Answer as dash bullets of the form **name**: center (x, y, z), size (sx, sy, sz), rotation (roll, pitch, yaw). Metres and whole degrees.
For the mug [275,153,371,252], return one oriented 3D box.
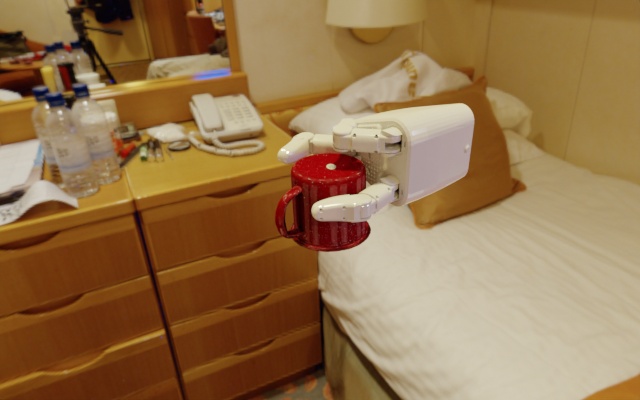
- **mug**: center (-0.001, 0.002, 0.522), size (0.117, 0.081, 0.093), rotation (-20, 32, -31)
